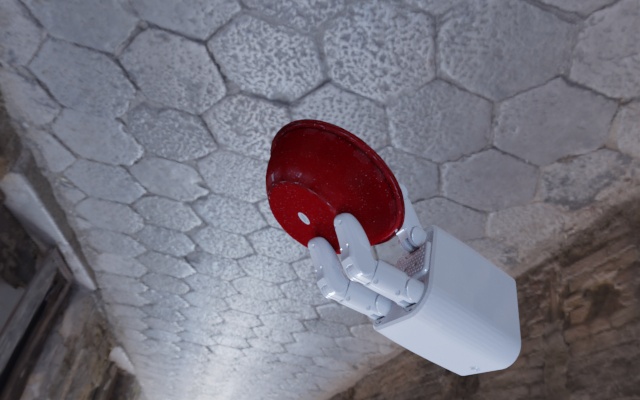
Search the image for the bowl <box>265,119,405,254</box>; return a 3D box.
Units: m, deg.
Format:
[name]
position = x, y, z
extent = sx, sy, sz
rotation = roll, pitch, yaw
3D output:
[bowl]
position = -0.001, 0.001, 0.478
extent = 0.162, 0.162, 0.055
rotation = 0, 38, 44
